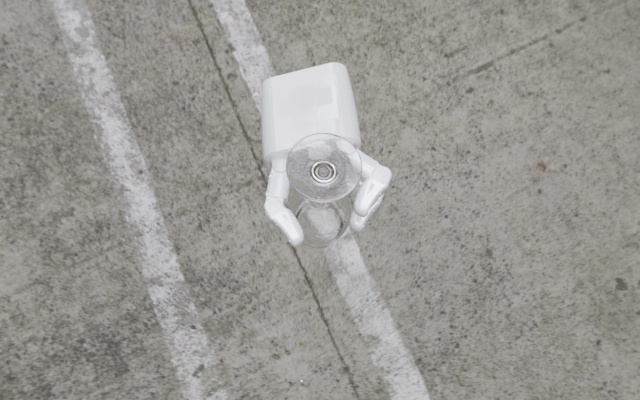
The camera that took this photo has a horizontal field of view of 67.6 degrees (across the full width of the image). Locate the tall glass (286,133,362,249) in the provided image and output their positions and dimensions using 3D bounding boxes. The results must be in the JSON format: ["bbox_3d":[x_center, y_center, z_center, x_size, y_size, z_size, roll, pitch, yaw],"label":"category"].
[{"bbox_3d":[0.000,0.002,0.553,0.079,0.079,0.201,0,-21,-2],"label":"tall glass"}]
